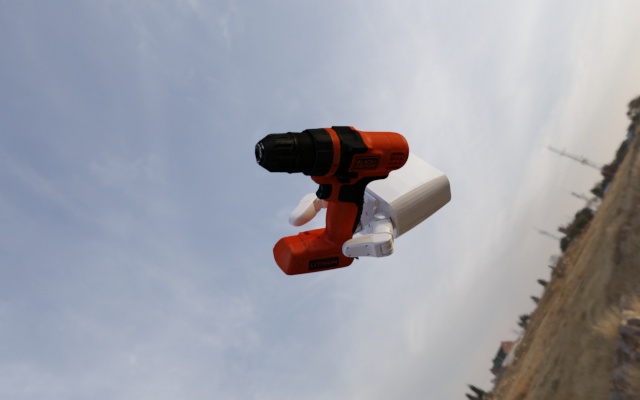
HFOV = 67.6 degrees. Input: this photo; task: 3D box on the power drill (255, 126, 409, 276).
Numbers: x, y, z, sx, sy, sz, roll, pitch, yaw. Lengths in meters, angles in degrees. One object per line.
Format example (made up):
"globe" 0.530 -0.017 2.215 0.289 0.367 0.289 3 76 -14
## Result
"power drill" 0.000 0.002 0.553 0.184 0.188 0.057 -3 40 -28
